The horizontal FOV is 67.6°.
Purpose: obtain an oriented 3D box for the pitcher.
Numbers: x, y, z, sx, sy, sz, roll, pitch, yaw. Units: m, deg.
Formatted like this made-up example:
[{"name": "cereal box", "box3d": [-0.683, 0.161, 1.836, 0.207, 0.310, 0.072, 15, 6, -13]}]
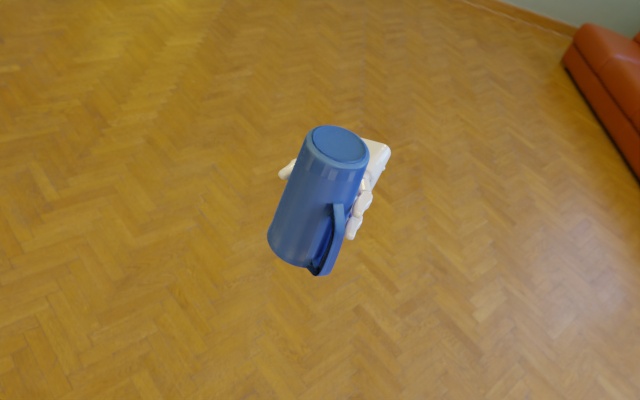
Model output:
[{"name": "pitcher", "box3d": [0.000, 0.003, 0.818, 0.149, 0.243, 0.145, 30, 42, 9]}]
